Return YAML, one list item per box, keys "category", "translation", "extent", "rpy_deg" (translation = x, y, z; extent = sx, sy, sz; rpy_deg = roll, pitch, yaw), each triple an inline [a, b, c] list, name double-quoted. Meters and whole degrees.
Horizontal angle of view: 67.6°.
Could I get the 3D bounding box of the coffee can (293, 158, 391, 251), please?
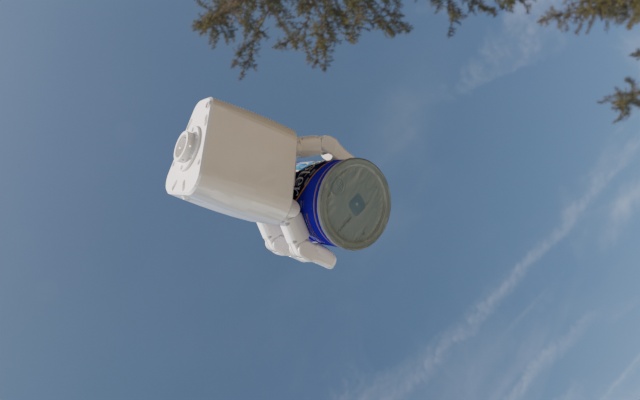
- category: "coffee can"
  translation: [0.000, 0.002, 0.580]
  extent: [0.103, 0.103, 0.140]
  rpy_deg: [0, 2, -36]
